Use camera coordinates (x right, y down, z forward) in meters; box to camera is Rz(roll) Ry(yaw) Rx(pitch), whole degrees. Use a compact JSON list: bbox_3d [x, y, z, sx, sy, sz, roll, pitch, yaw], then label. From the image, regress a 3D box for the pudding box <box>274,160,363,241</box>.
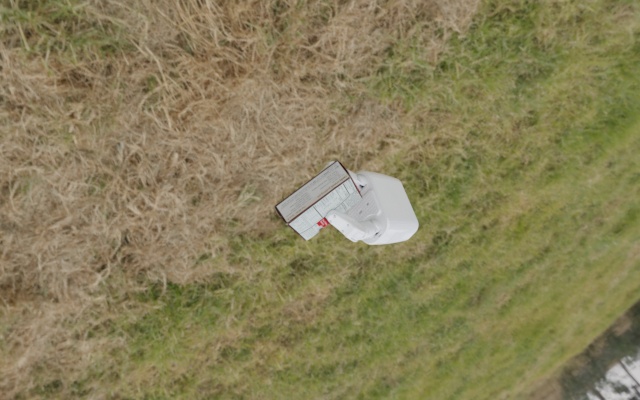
[{"bbox_3d":[0.000,0.002,0.684,0.113,0.039,0.090,-38,-26,0],"label":"pudding box"}]
